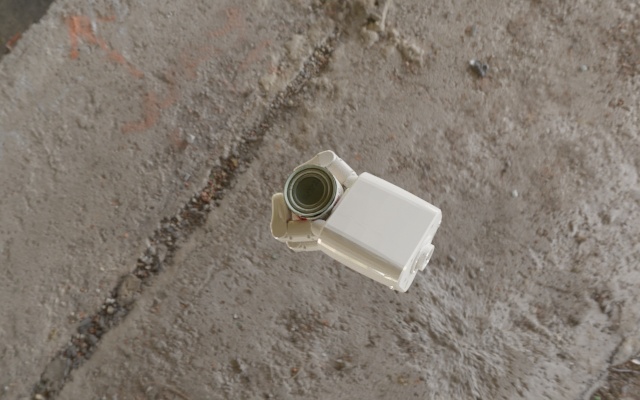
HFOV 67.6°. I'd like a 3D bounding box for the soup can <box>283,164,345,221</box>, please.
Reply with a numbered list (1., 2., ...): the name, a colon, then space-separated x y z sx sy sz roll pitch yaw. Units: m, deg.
1. soup can: 0.000 0.002 0.606 0.068 0.068 0.102 0 -16 16
